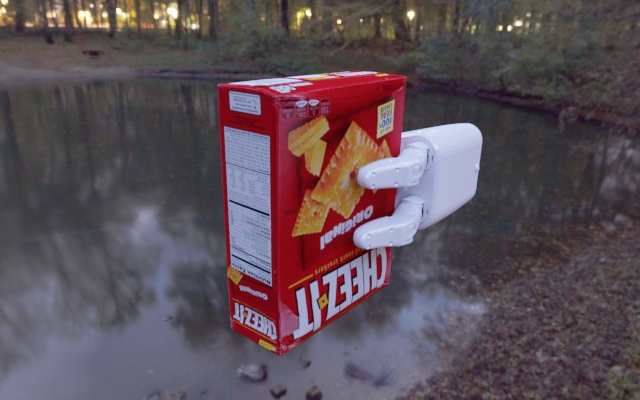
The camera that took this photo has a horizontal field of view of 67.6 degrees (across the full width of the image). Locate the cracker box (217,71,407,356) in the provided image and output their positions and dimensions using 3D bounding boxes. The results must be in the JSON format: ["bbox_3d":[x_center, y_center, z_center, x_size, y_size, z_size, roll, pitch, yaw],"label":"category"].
[{"bbox_3d":[0.000,0.001,0.420,0.072,0.214,0.164,18,26,38],"label":"cracker box"}]
